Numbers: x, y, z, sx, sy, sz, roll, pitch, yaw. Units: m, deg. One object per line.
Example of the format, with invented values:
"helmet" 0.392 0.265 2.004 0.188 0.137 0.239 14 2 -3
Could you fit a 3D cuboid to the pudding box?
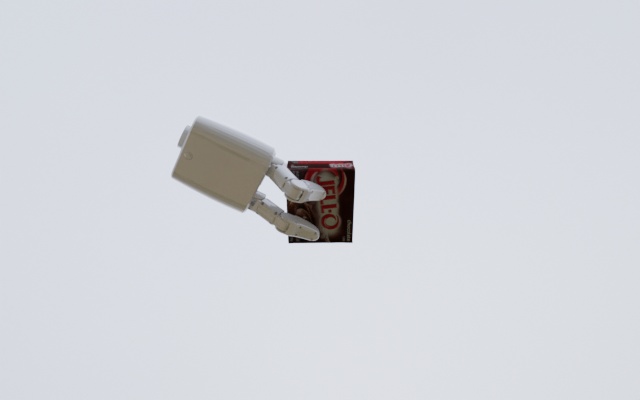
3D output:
"pudding box" 0.000 0.002 0.645 0.090 0.113 0.039 0 27 0
